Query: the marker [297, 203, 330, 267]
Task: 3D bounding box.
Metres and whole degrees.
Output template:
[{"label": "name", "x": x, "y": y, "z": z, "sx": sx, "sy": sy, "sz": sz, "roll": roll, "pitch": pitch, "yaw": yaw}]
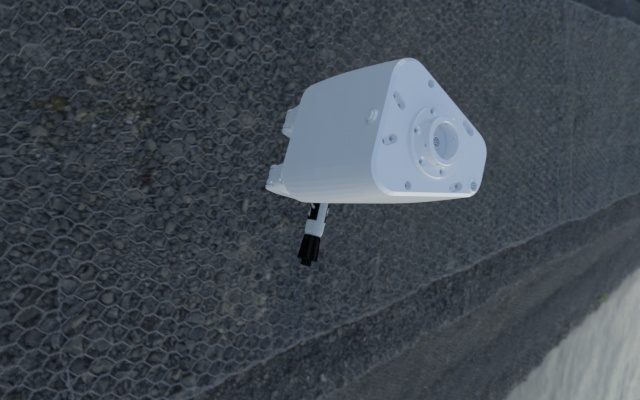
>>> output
[{"label": "marker", "x": 0.000, "y": 0.001, "z": 0.446, "sx": 0.020, "sy": 0.121, "sz": 0.020, "roll": 13, "pitch": -9, "yaw": 2}]
